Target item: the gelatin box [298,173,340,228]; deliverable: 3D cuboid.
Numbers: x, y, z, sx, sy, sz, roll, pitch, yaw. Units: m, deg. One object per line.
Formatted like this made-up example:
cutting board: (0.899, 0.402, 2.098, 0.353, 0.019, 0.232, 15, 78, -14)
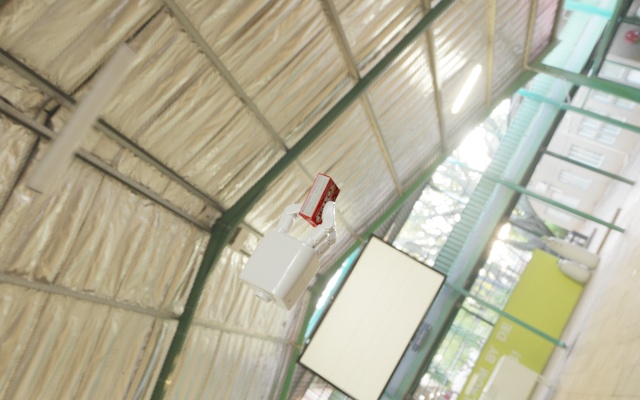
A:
gelatin box: (0.000, 0.002, 0.896, 0.030, 0.089, 0.073, 21, -11, 23)
